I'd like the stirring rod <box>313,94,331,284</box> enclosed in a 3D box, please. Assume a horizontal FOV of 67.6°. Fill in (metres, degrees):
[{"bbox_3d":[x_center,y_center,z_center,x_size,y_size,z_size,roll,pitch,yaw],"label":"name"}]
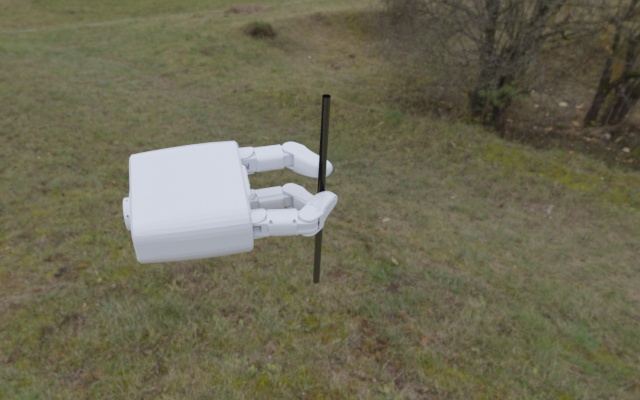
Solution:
[{"bbox_3d":[0.000,0.002,0.502,0.011,0.240,0.011,2,37,-2],"label":"stirring rod"}]
